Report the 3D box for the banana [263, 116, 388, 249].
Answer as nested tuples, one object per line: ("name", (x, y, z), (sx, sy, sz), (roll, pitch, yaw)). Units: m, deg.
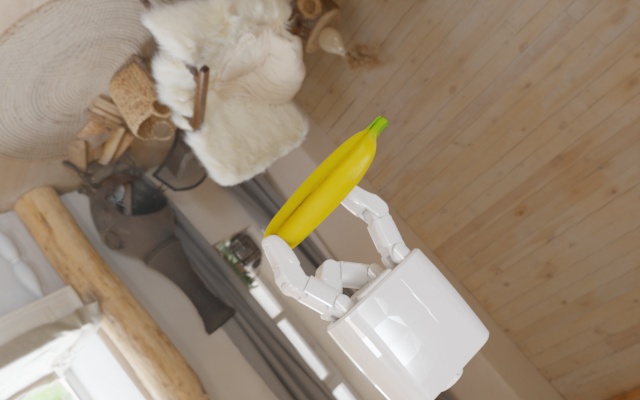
("banana", (-0.006, 0.004, 0.455), (0.198, 0.037, 0.069), (-46, -9, 29))
